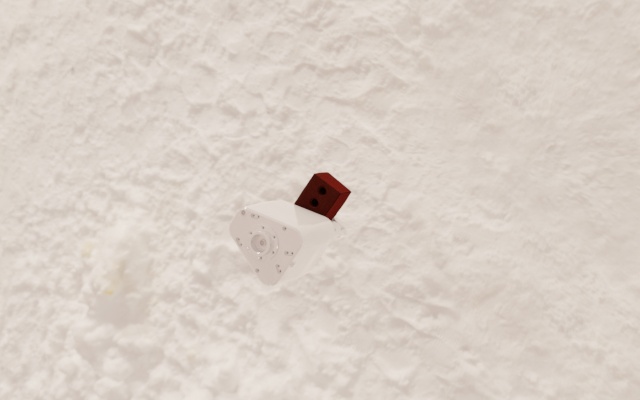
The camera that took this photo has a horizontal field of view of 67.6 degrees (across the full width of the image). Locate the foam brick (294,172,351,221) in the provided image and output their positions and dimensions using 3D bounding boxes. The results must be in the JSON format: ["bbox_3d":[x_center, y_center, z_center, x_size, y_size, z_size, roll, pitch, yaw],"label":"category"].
[{"bbox_3d":[0.000,0.002,0.732,0.053,0.078,0.051,38,17,17],"label":"foam brick"}]
